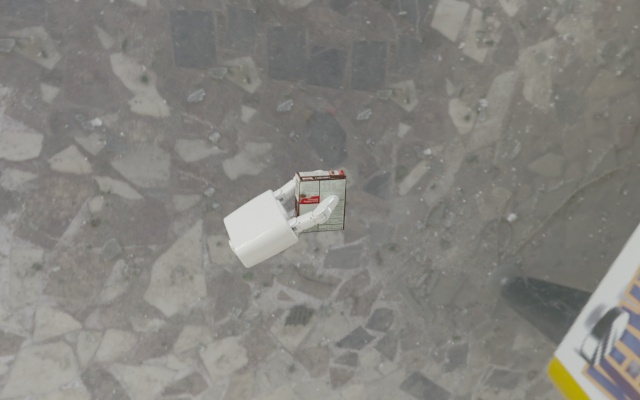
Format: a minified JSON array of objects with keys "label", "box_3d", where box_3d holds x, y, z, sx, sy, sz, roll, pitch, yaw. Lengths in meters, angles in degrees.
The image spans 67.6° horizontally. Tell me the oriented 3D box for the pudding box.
[{"label":"pudding box","box_3d":[0.000,0.003,0.882,0.090,0.113,0.039,-4,29,-12]}]
